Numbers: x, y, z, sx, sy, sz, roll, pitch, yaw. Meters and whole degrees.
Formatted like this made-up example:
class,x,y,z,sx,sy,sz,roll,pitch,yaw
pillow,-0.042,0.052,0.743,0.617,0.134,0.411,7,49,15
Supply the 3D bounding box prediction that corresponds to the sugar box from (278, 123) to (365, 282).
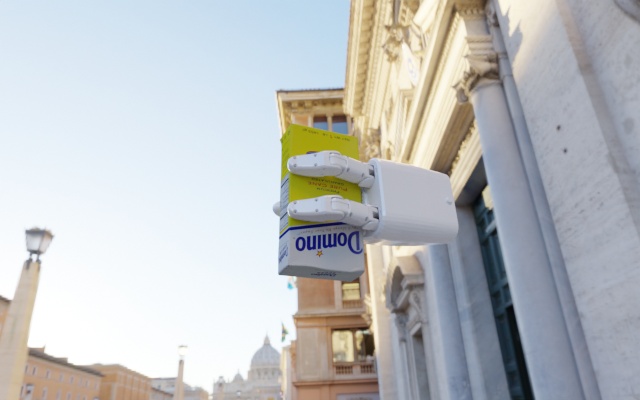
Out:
class,x,y,z,sx,sy,sz,roll,pitch,yaw
sugar box,0.000,0.002,0.558,0.093,0.176,0.048,8,-28,-21
